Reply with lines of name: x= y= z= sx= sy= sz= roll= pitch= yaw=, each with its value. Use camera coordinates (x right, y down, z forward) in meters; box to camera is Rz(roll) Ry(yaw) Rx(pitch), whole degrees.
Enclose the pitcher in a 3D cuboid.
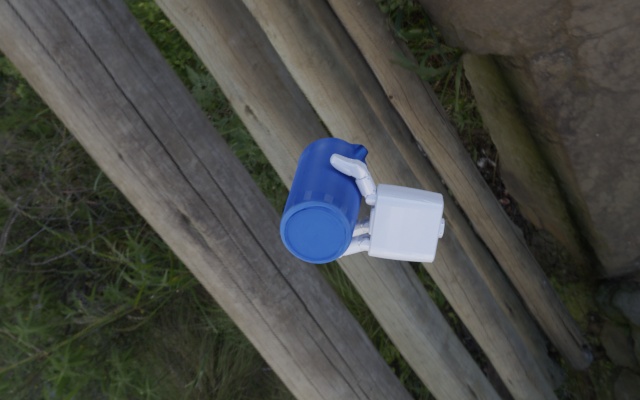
pitcher: x=0.000 y=0.003 z=0.800 sx=0.145 sy=0.149 sz=0.242 roll=7 pitch=28 yaw=5
